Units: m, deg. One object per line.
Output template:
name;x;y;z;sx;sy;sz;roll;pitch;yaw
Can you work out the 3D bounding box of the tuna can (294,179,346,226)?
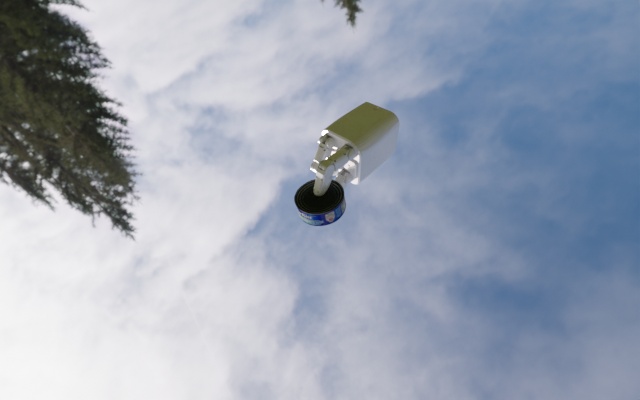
tuna can;0.000;0.003;0.814;0.086;0.086;0.034;-7;-46;7
